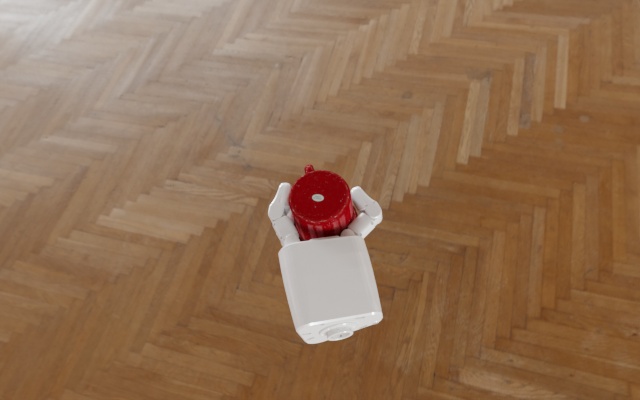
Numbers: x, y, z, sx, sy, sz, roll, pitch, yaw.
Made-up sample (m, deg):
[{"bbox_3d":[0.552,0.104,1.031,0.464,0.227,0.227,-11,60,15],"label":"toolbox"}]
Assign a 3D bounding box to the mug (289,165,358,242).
[{"bbox_3d":[0.000,0.001,0.652,0.093,0.117,0.081,-15,-29,-1],"label":"mug"}]
